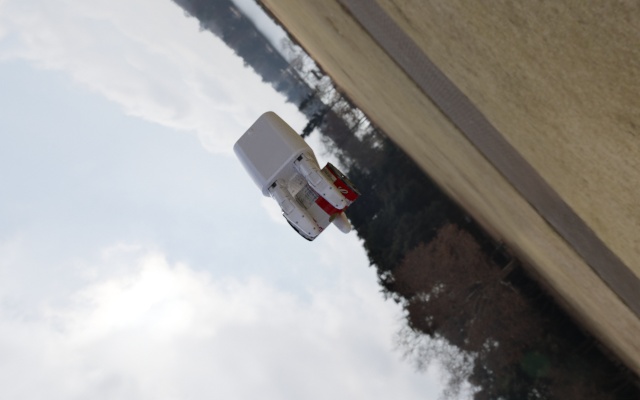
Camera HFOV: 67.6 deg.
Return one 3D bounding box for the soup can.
[{"bbox_3d":[0.000,0.003,0.701,0.068,0.102,0.068,44,8,-8],"label":"soup can"}]
